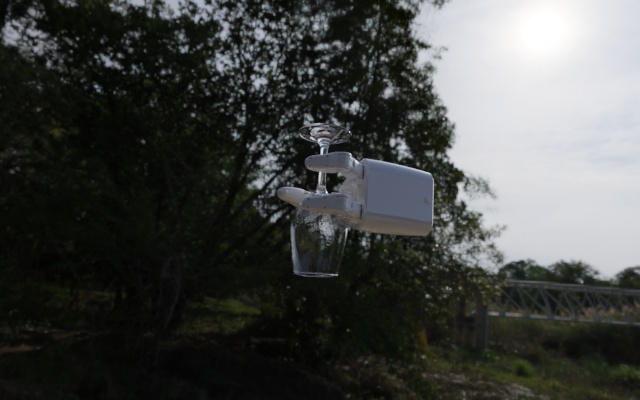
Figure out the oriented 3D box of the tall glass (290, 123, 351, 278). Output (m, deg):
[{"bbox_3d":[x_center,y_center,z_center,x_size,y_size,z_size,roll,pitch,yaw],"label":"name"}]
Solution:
[{"bbox_3d":[0.000,0.001,0.653,0.079,0.201,0.079,4,-13,1],"label":"tall glass"}]
